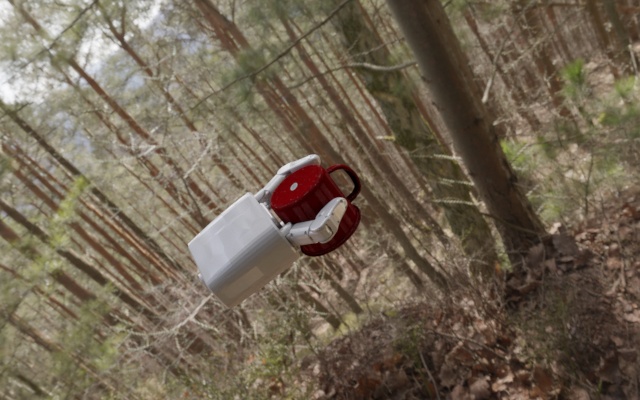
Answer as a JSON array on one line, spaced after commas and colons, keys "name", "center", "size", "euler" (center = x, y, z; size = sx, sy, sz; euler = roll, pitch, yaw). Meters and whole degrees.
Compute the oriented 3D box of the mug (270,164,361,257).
[{"name": "mug", "center": [0.001, 0.001, 0.602], "size": [0.117, 0.081, 0.093], "euler": [-40, 27, -5]}]
